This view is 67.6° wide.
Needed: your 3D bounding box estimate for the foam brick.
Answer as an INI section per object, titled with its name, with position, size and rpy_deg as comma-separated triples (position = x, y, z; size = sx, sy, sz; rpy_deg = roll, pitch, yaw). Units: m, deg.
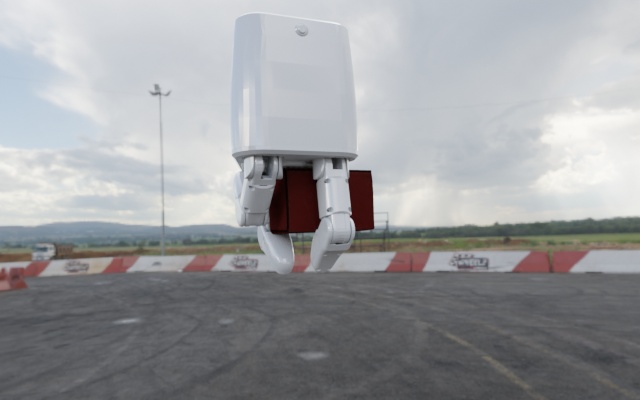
[foam brick]
position = 0.000, 0.001, 0.404
size = 0.078, 0.051, 0.053
rpy_deg = 0, -5, -22
